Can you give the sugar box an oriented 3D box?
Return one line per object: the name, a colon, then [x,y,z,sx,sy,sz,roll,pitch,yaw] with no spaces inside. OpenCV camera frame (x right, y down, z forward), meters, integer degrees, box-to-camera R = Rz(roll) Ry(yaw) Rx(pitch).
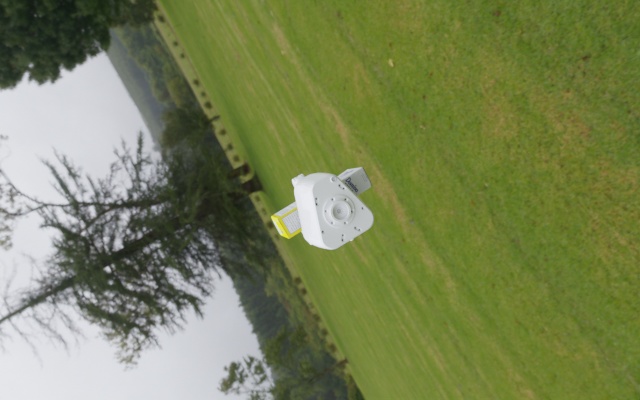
sugar box: [0.000,0.003,0.856,0.176,0.048,0.093,-29,8,-12]
